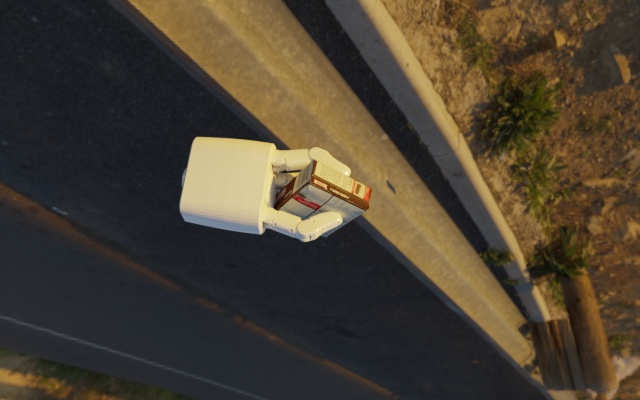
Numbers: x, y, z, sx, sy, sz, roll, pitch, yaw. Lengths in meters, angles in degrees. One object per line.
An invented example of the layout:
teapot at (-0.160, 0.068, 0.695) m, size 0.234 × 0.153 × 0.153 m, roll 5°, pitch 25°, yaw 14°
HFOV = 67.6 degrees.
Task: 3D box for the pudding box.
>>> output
pudding box at (0.000, 0.002, 0.631) m, size 0.090 × 0.039 × 0.113 m, roll 25°, pitch -32°, yaw -19°
